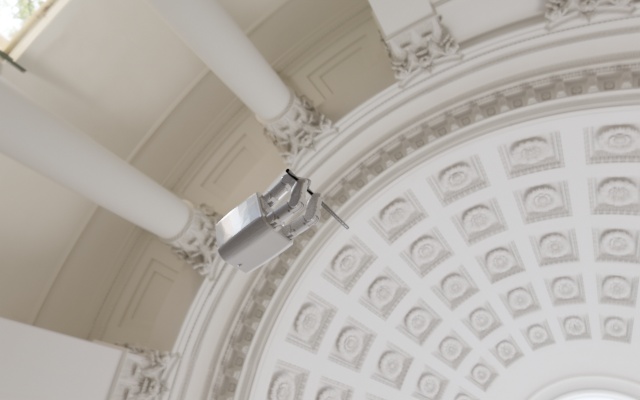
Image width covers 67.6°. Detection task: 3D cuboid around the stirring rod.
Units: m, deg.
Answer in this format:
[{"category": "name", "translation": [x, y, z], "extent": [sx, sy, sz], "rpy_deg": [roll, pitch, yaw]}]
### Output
[{"category": "stirring rod", "translation": [0.000, 0.003, 0.899], "extent": [0.011, 0.011, 0.240], "rpy_deg": [0, -27, 31]}]
